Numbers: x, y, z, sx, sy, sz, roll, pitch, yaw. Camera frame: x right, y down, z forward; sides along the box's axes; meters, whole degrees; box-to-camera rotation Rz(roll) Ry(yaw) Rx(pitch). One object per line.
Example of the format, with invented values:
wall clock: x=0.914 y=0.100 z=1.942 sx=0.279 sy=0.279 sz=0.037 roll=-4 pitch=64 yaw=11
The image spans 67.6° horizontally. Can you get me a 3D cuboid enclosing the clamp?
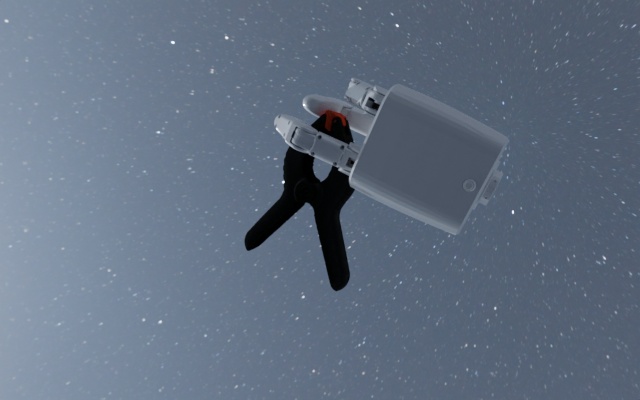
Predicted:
clamp: x=0.000 y=0.001 z=0.471 sx=0.120 sy=0.171 sz=0.039 roll=28 pitch=17 yaw=14
